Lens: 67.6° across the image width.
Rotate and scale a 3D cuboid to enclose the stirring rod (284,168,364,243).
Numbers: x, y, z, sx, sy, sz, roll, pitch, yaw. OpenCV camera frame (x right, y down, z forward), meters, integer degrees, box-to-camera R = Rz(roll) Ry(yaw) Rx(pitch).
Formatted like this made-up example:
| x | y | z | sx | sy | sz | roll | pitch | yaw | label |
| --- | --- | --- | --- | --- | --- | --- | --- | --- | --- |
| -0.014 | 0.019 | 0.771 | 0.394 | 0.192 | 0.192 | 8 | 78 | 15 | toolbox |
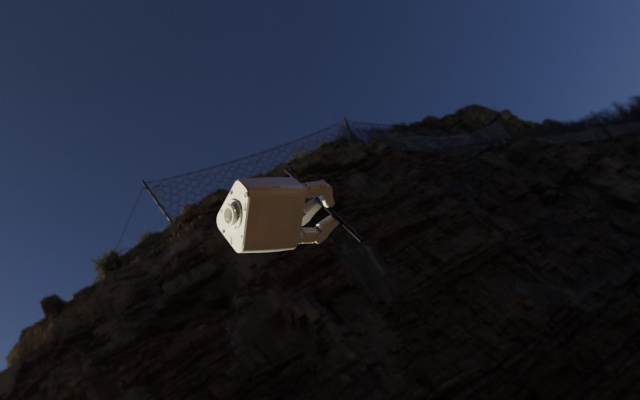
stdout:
| x | y | z | sx | sy | sz | roll | pitch | yaw | label |
| --- | --- | --- | --- | --- | --- | --- | --- | --- | --- |
| 0.000 | 0.003 | 0.851 | 0.011 | 0.011 | 0.239 | 0 | 32 | -41 | stirring rod |
